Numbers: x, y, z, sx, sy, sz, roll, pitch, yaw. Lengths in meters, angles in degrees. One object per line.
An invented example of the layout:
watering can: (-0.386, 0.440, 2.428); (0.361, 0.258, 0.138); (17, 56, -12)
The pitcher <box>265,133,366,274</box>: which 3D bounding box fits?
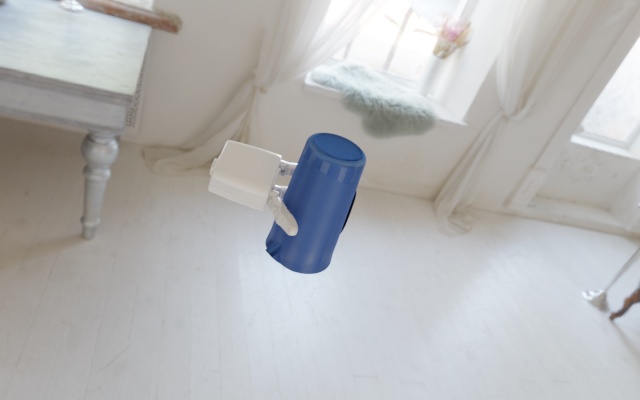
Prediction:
pitcher: (0.000, 0.003, 0.875); (0.145, 0.243, 0.149); (18, 31, -6)
